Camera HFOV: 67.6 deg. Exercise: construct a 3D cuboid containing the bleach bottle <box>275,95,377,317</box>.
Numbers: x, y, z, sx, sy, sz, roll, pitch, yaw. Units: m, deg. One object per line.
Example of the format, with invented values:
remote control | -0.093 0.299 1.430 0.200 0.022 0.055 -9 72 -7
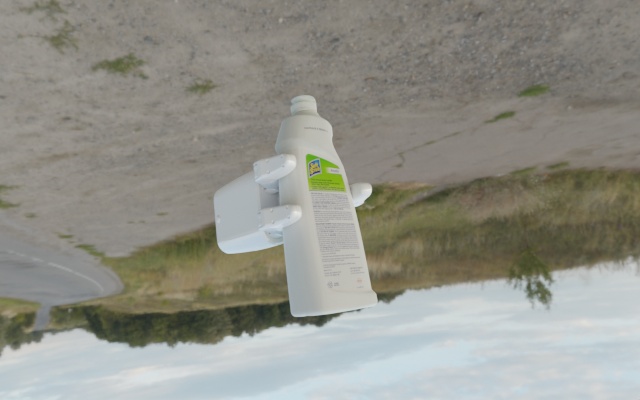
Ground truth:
bleach bottle | 0.000 0.002 0.555 0.102 0.250 0.068 4 -15 -45
